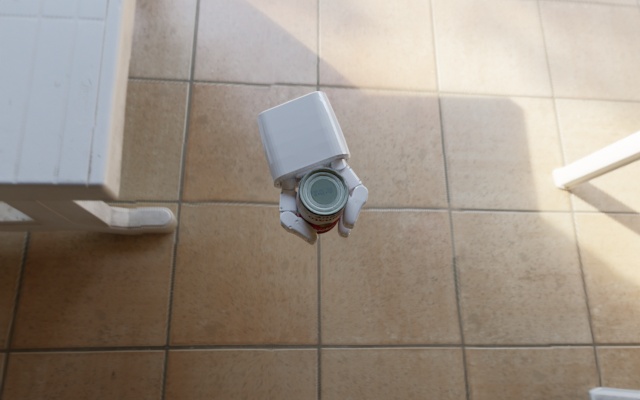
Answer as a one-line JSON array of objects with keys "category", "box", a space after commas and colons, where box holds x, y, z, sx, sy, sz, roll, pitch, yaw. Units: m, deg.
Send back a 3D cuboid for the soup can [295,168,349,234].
[{"category": "soup can", "box": [0.000, 0.003, 0.660, 0.068, 0.068, 0.102, 0, -17, -6]}]
